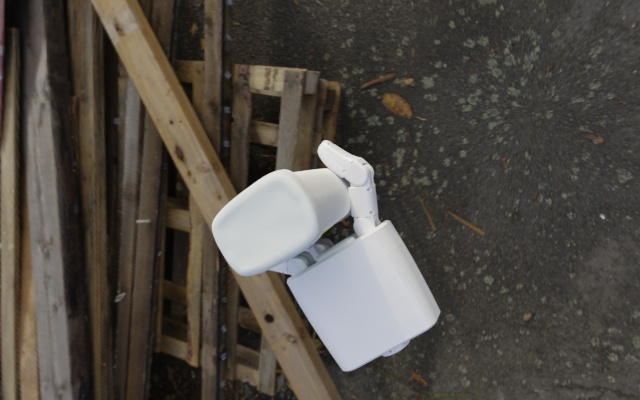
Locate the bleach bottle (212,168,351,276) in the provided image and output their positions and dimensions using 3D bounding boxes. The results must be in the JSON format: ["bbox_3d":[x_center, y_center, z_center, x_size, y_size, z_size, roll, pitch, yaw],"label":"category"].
[{"bbox_3d":[0.000,0.002,0.497,0.102,0.068,0.251,-32,-4,25],"label":"bleach bottle"}]
